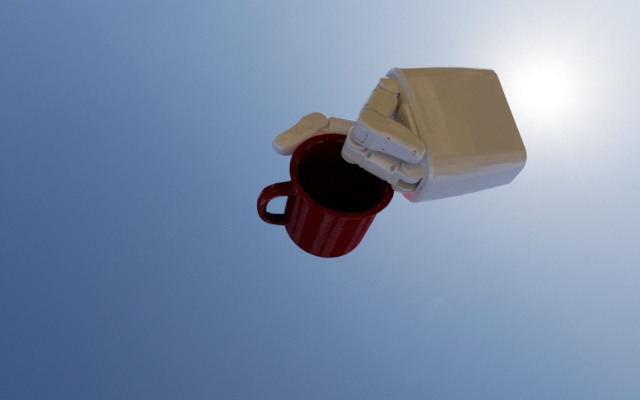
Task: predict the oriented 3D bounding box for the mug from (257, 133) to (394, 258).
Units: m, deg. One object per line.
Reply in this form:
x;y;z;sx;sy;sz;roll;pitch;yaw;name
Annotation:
-0.001;0.002;0.434;0.117;0.093;0.082;-8;-33;-20;mug
